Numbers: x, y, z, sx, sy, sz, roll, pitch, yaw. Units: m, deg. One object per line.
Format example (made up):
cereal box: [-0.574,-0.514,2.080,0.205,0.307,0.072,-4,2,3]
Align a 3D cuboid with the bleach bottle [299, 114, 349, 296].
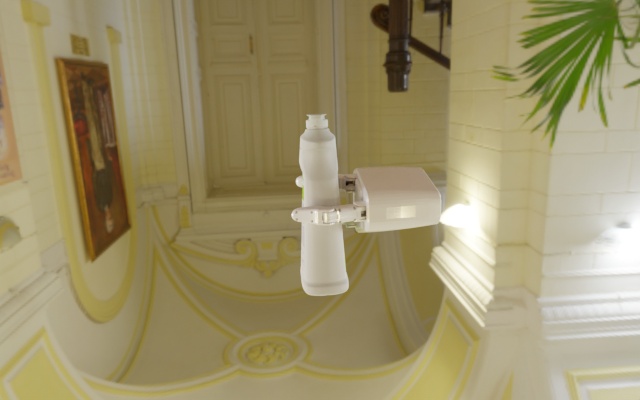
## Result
bleach bottle: [0.000,0.002,0.694,0.068,0.251,0.102,-4,13,-6]
